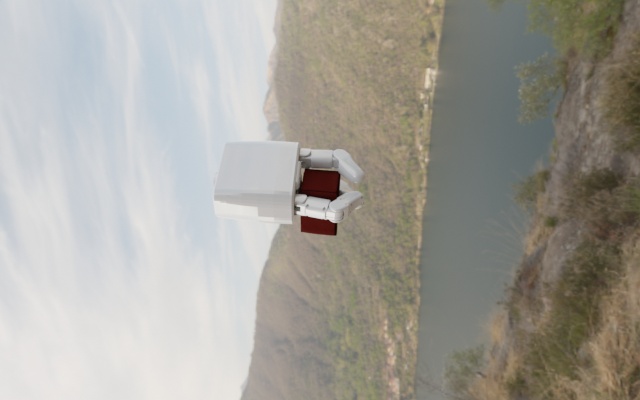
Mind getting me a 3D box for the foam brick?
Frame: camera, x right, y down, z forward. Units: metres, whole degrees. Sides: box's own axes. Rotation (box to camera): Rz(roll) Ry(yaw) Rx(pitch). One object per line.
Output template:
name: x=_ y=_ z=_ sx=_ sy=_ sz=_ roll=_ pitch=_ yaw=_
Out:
foam brick: x=0.000 y=0.002 z=0.664 sx=0.051 sy=0.078 sz=0.053 roll=4 pitch=38 yaw=2
